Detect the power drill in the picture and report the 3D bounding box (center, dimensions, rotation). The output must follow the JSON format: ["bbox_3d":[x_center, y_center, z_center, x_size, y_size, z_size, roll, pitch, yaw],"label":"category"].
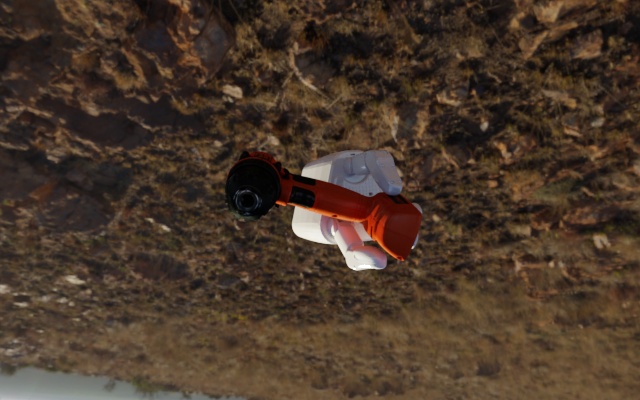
[{"bbox_3d":[0.000,0.002,0.472,0.187,0.057,0.184,19,11,-8],"label":"power drill"}]
